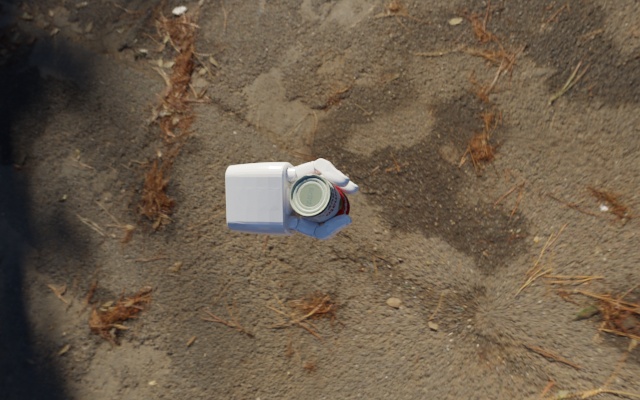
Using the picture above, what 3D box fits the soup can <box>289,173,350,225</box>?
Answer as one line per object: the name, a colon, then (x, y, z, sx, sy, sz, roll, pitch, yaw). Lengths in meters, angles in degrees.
soup can: (0.000, 0.002, 0.746, 0.068, 0.068, 0.102, 0, -13, 19)
